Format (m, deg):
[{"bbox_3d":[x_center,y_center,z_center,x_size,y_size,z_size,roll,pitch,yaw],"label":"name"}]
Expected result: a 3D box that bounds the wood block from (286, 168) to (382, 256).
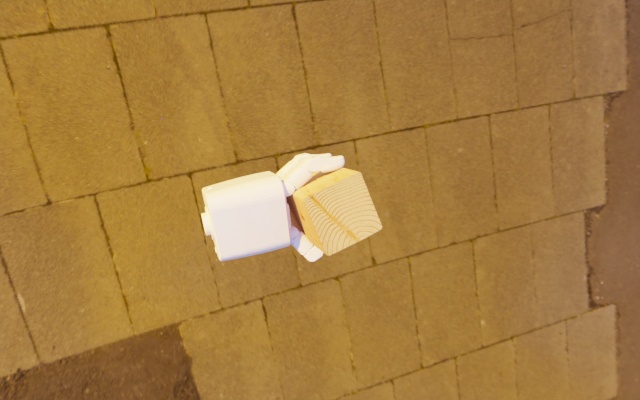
[{"bbox_3d":[0.000,0.003,0.733,0.090,0.091,0.206,-26,16,-12],"label":"wood block"}]
